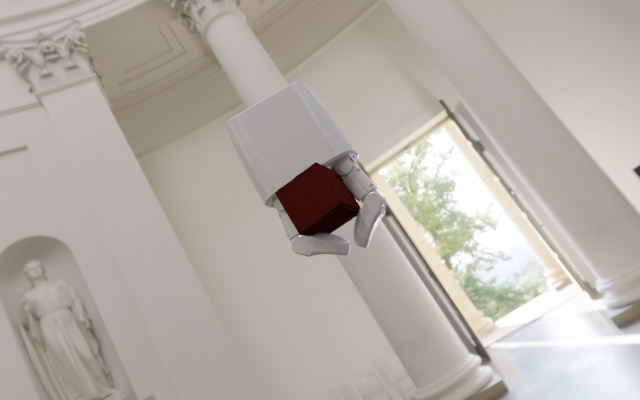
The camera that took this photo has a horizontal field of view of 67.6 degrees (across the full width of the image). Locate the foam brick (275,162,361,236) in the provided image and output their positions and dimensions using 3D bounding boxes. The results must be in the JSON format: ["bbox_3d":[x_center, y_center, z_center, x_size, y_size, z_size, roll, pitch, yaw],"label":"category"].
[{"bbox_3d":[0.000,0.002,0.487,0.053,0.051,0.078,-35,-16,13],"label":"foam brick"}]
